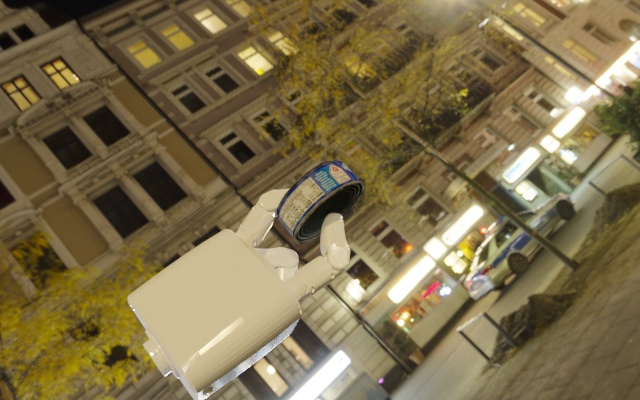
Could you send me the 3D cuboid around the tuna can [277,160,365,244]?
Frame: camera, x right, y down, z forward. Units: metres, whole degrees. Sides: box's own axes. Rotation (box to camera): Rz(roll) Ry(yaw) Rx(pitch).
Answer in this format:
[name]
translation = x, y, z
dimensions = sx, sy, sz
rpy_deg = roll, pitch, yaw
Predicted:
[tuna can]
translation = 0.000, 0.001, 0.464
dimensions = 0.086, 0.033, 0.086
rpy_deg = -36, -20, -15
